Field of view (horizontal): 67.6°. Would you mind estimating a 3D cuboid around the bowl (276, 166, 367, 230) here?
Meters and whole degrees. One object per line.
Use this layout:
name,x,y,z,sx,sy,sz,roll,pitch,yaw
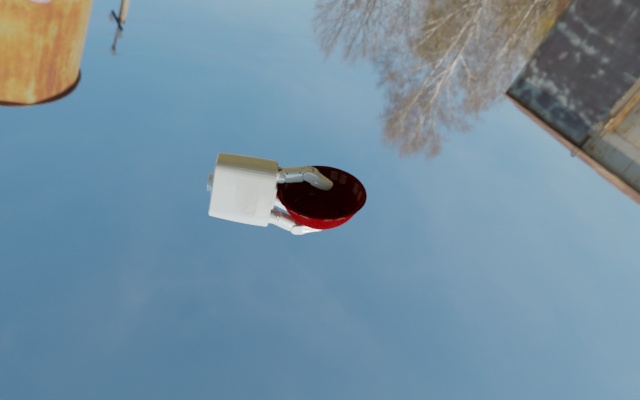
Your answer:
bowl,0.001,0.003,0.862,0.162,0.055,0.162,3,37,-2
